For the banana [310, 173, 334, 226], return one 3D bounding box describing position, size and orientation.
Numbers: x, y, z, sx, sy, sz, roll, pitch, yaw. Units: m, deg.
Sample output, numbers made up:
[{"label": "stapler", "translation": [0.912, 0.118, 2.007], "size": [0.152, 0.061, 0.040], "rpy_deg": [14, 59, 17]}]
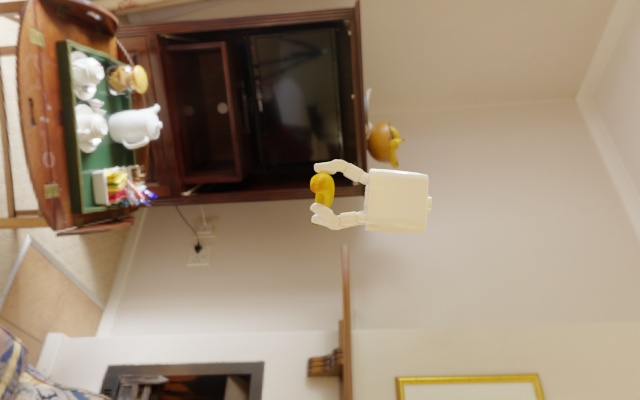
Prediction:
[{"label": "banana", "translation": [0.004, -0.013, 0.894], "size": [0.037, 0.069, 0.198], "rpy_deg": [11, -21, 6]}]
